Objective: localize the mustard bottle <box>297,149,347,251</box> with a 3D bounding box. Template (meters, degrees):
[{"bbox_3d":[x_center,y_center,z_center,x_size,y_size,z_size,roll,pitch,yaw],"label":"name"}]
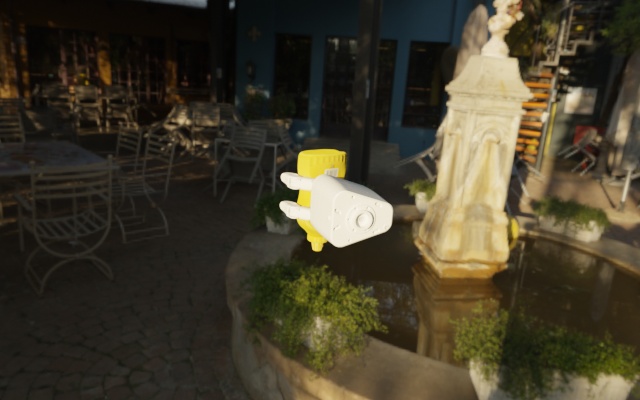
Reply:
[{"bbox_3d":[0.000,0.003,0.896,0.096,0.192,0.058,-10,20,-41],"label":"mustard bottle"}]
